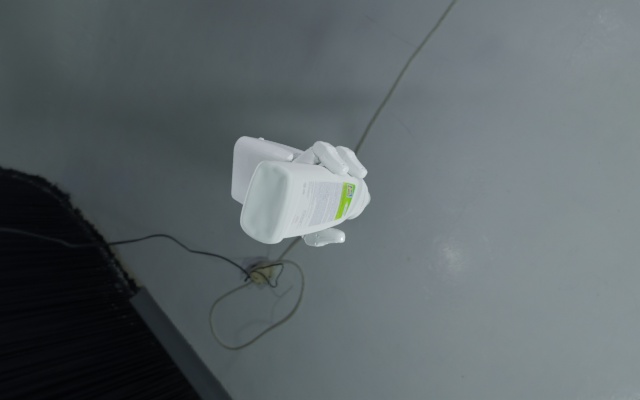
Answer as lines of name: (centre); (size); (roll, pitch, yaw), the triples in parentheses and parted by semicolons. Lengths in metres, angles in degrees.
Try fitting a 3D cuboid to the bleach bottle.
bleach bottle: (0.000, 0.002, 0.678); (0.068, 0.102, 0.251); (23, 11, 30)
